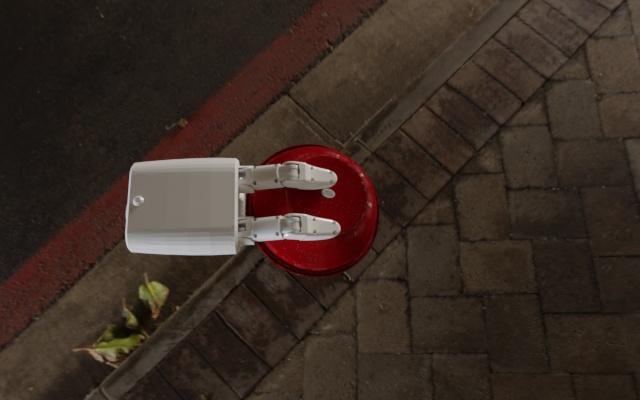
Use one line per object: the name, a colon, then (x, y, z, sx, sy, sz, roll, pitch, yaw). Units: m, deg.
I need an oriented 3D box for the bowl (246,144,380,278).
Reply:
bowl: (0.001, 0.001, 0.532, 0.162, 0.162, 0.055, 0, -17, -16)
